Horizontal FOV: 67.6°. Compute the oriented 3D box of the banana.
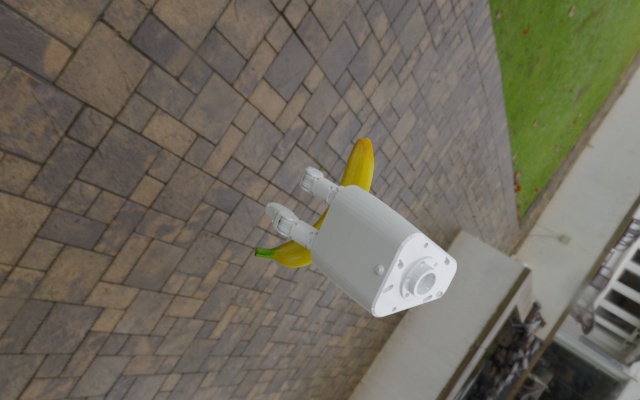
[{"bbox_3d":[0.010,0.016,0.583,0.070,0.198,0.037,42,1,-26],"label":"banana"}]
